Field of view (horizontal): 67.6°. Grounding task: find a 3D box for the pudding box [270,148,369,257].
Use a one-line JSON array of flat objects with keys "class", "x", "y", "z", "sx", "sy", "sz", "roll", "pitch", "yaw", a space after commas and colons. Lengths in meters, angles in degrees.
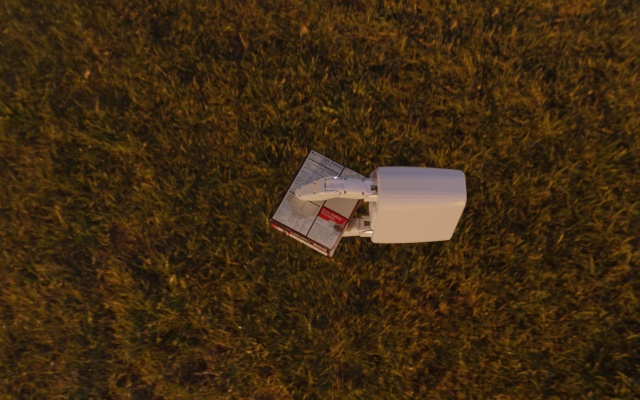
[{"class": "pudding box", "x": 0.000, "y": 0.002, "z": 0.614, "sx": 0.090, "sy": 0.113, "sz": 0.039, "roll": 27, "pitch": -16, "yaw": 7}]
